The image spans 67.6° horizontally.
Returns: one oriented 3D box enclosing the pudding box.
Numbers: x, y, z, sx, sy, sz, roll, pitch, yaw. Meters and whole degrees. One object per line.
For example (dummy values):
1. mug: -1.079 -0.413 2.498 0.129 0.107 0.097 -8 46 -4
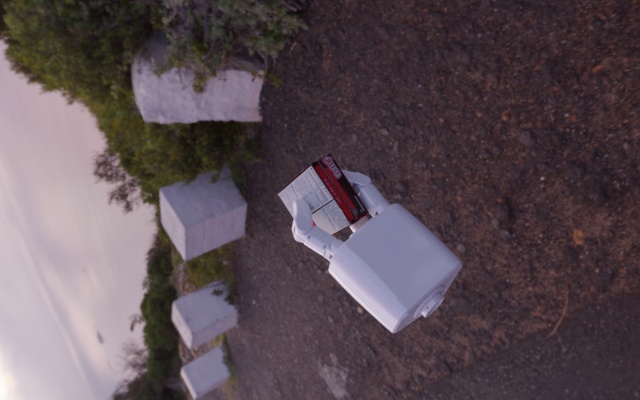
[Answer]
1. pudding box: 0.000 0.002 0.614 0.039 0.090 0.113 -31 -2 -35
